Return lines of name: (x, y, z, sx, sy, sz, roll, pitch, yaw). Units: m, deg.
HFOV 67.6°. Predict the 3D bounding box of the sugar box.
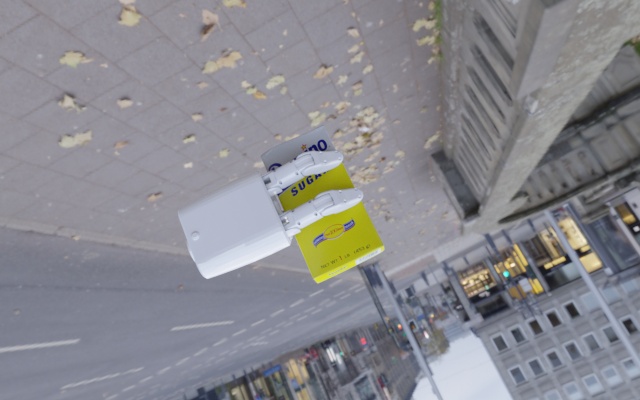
sugar box: (0.000, 0.002, 0.592, 0.093, 0.176, 0.048, -25, -17, -1)
